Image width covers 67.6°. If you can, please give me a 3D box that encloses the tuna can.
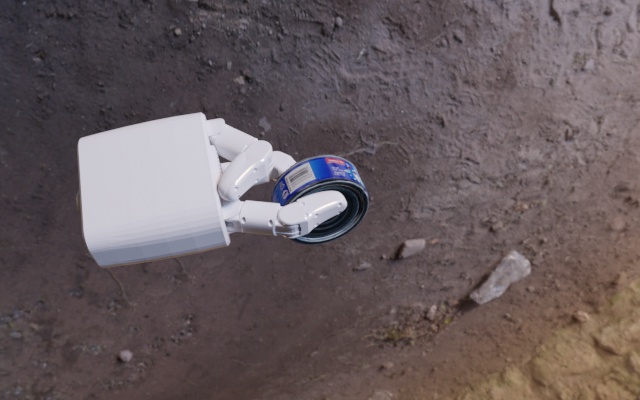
[{"bbox_3d":[0.000,0.002,0.436,0.086,0.086,0.033,0,44,-24],"label":"tuna can"}]
